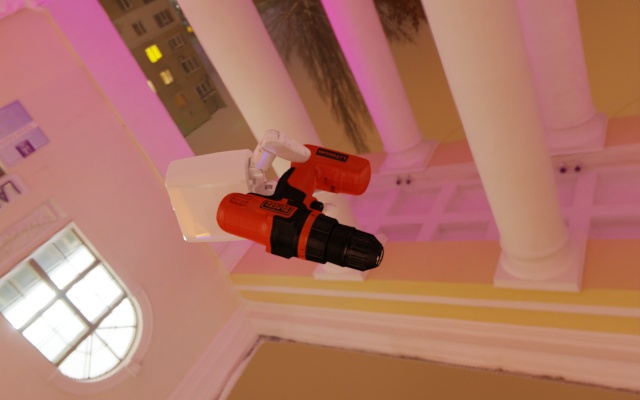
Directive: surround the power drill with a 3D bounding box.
[{"bbox_3d":[0.000,0.002,0.558,0.184,0.057,0.187,17,31,13],"label":"power drill"}]
